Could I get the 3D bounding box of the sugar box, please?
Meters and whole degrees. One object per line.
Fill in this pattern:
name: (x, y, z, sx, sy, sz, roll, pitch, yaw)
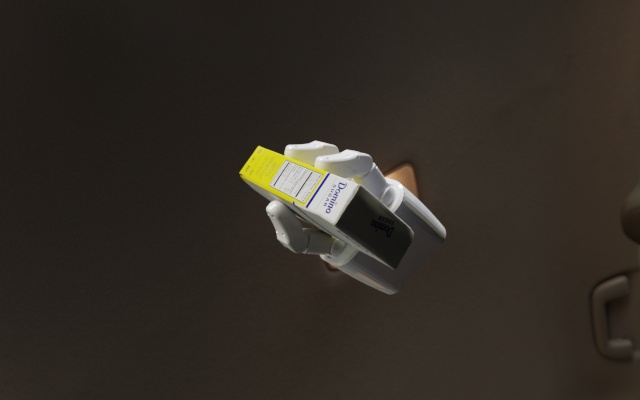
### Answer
sugar box: (0.000, 0.001, 0.466, 0.093, 0.048, 0.176, 38, -10, -38)
